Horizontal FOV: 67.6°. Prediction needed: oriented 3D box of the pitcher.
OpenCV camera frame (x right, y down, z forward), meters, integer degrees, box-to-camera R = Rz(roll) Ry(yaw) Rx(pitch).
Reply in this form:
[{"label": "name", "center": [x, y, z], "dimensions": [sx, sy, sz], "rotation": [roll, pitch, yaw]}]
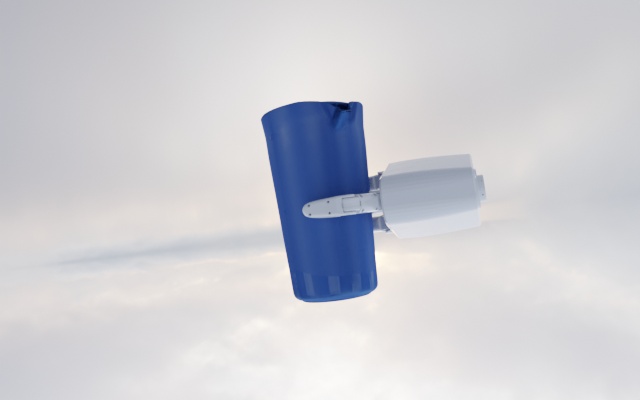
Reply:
[{"label": "pitcher", "center": [0.000, 0.002, 0.619], "dimensions": [0.145, 0.243, 0.149], "rotation": [-8, -4, 16]}]
